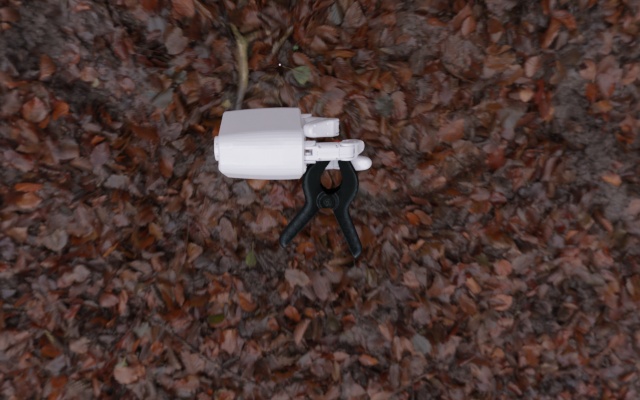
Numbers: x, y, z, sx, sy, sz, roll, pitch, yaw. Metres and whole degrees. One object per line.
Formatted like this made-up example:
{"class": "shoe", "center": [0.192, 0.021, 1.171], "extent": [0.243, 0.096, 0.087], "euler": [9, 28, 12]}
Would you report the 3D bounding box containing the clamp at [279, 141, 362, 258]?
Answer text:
{"class": "clamp", "center": [0.000, 0.002, 0.673], "extent": [0.120, 0.171, 0.039], "euler": [-2, 16, -5]}
